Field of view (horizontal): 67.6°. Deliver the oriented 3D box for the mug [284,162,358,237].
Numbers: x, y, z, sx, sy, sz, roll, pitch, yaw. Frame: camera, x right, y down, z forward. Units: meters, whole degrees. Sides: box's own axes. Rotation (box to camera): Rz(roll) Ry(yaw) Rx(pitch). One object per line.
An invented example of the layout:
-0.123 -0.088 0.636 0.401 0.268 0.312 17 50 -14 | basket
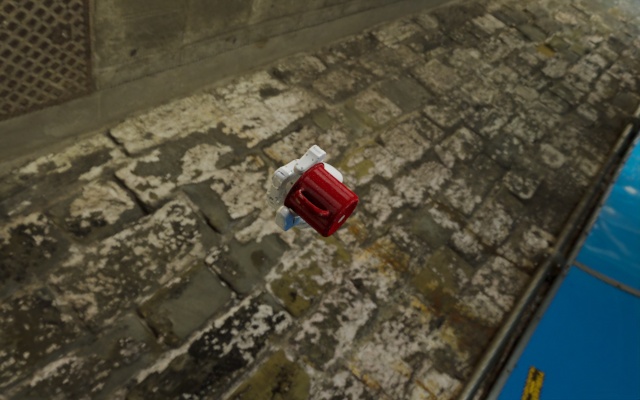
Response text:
0.000 0.002 0.722 0.081 0.093 0.117 41 13 13 | mug
